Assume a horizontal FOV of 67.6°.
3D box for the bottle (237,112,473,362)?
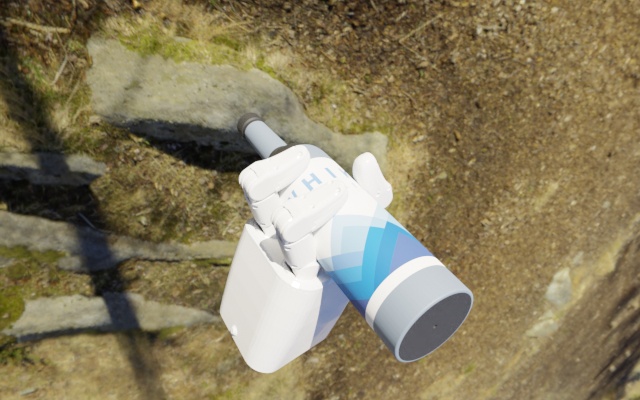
[{"bbox_3d":[0.000,0.001,0.409,0.069,0.069,0.295,0,34,-39],"label":"bottle"}]
